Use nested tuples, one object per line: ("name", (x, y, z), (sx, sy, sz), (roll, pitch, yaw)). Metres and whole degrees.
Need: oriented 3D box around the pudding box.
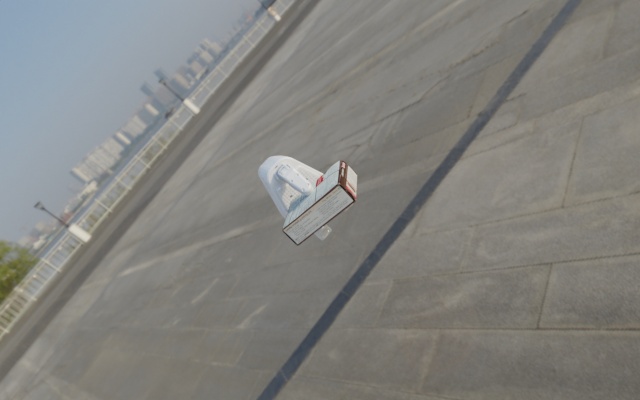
("pudding box", (0.000, 0.002, 0.684), (0.113, 0.039, 0.090), (-41, 17, 22))
